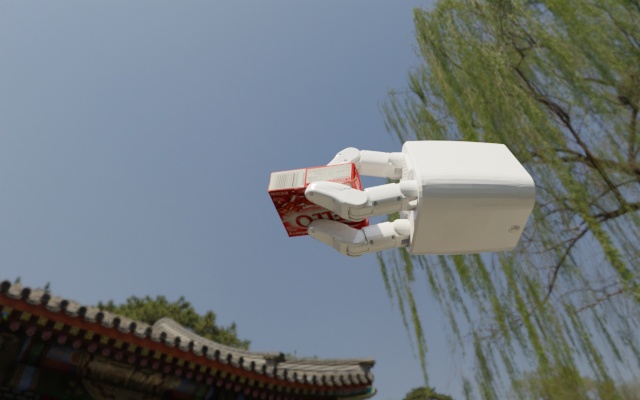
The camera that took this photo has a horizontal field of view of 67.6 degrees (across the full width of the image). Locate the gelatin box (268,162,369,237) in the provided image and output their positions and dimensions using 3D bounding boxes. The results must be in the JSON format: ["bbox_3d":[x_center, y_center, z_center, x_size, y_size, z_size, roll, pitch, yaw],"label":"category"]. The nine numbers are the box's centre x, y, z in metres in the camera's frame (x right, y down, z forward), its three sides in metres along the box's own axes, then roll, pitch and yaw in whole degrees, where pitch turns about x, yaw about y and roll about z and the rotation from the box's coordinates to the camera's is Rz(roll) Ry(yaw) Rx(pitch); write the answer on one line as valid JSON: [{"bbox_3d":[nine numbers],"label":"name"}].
[{"bbox_3d":[0.000,0.001,0.486,0.089,0.030,0.073,-6,-44,13],"label":"gelatin box"}]
